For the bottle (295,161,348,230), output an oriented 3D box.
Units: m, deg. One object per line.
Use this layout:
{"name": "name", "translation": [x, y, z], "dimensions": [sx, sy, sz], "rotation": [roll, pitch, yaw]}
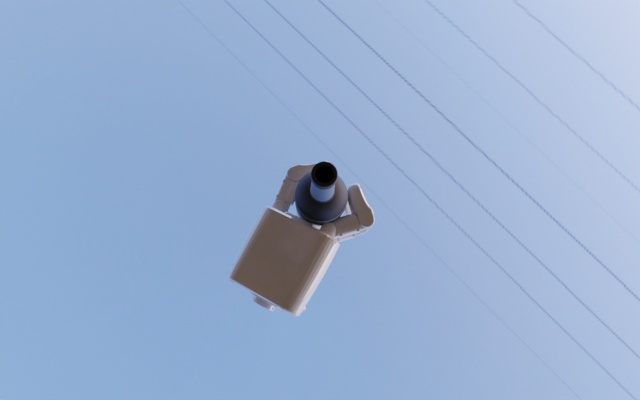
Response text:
{"name": "bottle", "translation": [0.000, 0.002, 0.628], "dimensions": [0.069, 0.069, 0.296], "rotation": [0, -11, -2]}
